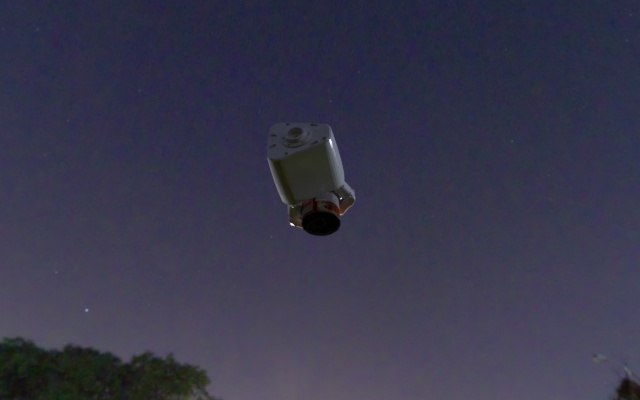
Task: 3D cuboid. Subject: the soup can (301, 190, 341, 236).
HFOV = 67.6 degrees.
[{"bbox_3d":[0.000,0.003,0.854,0.068,0.102,0.069,-1,-42,-1],"label":"soup can"}]
